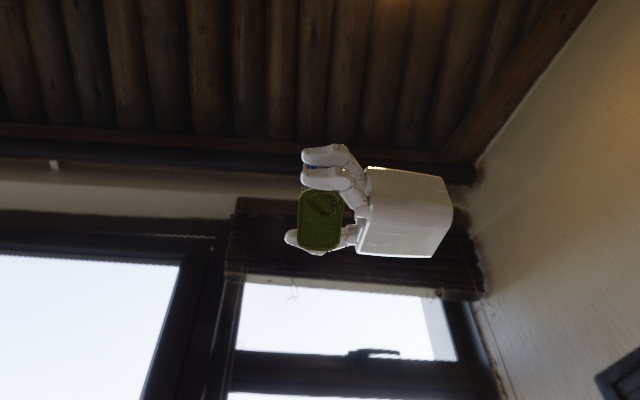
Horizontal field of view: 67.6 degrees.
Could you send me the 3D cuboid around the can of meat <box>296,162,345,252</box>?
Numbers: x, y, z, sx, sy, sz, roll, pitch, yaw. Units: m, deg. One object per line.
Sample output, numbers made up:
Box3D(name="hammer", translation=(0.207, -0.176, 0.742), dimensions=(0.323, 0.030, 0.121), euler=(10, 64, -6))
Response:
Box3D(name="can of meat", translation=(0.000, 0.002, 0.637), dimensions=(0.057, 0.102, 0.084), euler=(4, 37, -2))
